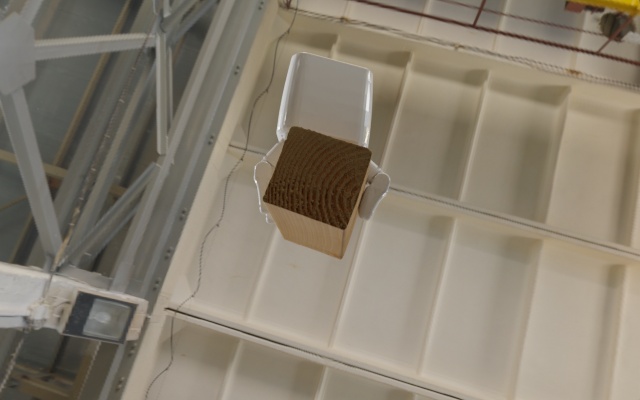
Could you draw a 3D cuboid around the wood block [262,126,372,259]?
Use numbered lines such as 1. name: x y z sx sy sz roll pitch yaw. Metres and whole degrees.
1. wood block: 0.001 0.002 0.574 0.091 0.090 0.206 18 -14 7
